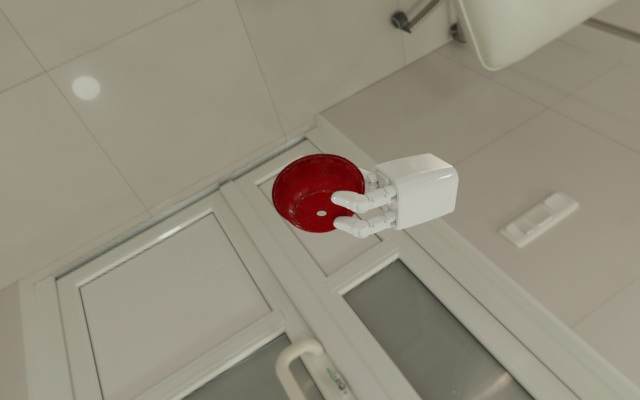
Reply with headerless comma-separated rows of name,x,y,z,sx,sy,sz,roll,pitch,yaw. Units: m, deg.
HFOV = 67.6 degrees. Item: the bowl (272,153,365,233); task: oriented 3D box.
bowl,-0.001,0.003,0.796,0.162,0.162,0.055,0,40,-9
